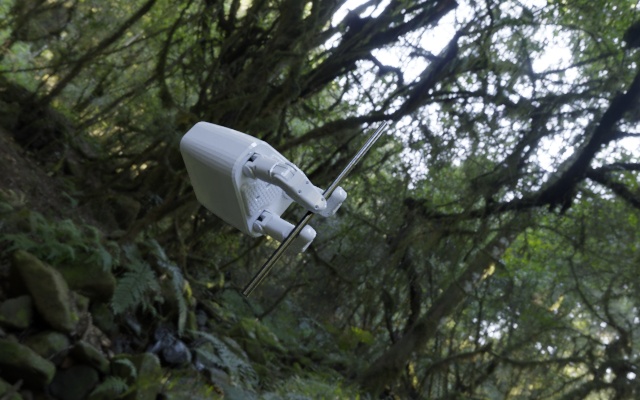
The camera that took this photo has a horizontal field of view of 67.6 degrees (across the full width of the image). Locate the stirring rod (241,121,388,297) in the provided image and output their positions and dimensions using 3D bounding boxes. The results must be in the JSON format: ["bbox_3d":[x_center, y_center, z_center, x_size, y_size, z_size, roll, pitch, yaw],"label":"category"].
[{"bbox_3d":[0.000,0.002,0.491,0.011,0.239,0.011,34,-21,15],"label":"stirring rod"}]
